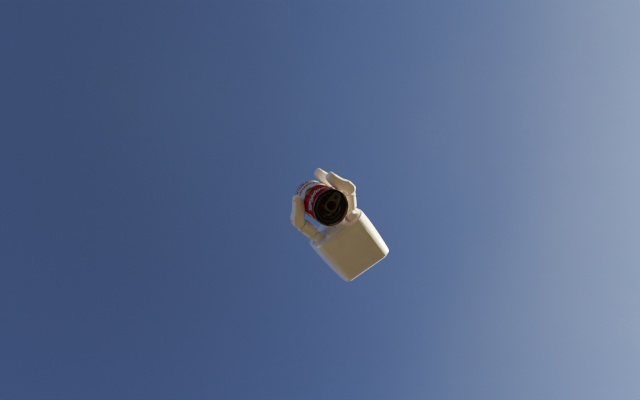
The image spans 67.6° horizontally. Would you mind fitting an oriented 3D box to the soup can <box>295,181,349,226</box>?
[{"bbox_3d":[0.000,0.003,0.886,0.068,0.068,0.102,0,11,-23],"label":"soup can"}]
